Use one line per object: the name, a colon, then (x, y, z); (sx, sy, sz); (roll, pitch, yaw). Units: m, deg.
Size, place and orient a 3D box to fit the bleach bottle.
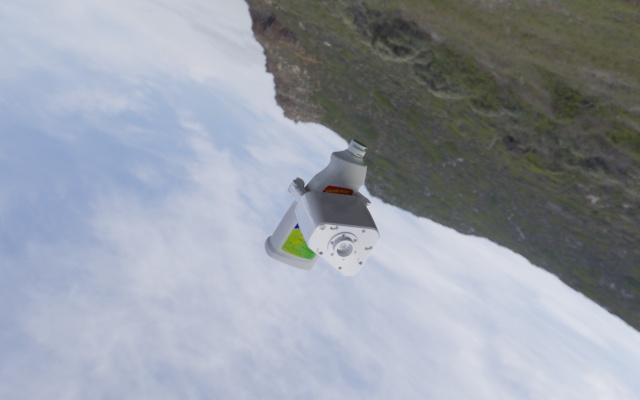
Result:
bleach bottle: (0.000, 0.003, 0.849); (0.102, 0.251, 0.068); (23, 19, -20)
